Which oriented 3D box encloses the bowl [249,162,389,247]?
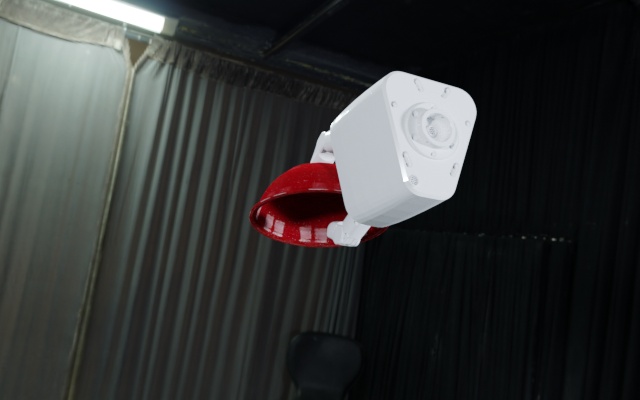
[{"bbox_3d":[-0.001,0.002,0.557,0.162,0.055,0.162,0,-26,0],"label":"bowl"}]
